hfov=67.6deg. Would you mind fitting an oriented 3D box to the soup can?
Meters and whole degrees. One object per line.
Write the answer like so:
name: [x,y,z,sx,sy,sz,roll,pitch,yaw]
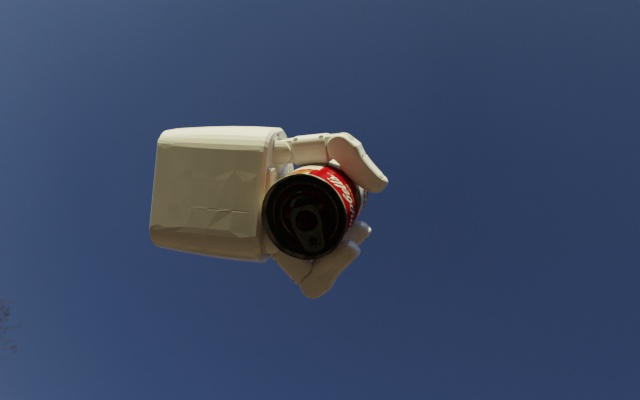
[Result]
soup can: [0.001,0.001,0.406,0.068,0.068,0.102,0,14,16]
